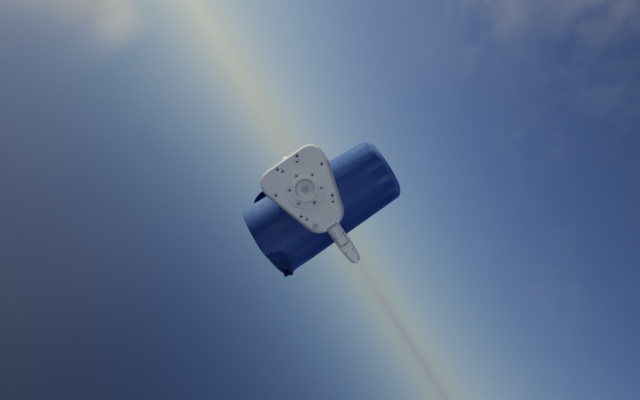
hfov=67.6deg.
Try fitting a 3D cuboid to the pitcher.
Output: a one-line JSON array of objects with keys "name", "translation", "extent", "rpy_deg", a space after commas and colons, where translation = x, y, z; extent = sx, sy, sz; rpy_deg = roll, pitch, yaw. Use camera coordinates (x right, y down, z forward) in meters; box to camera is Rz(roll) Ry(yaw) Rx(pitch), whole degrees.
[{"name": "pitcher", "translation": [0.000, 0.003, 0.793], "extent": [0.243, 0.149, 0.145], "rpy_deg": [-32, -2, 1]}]
